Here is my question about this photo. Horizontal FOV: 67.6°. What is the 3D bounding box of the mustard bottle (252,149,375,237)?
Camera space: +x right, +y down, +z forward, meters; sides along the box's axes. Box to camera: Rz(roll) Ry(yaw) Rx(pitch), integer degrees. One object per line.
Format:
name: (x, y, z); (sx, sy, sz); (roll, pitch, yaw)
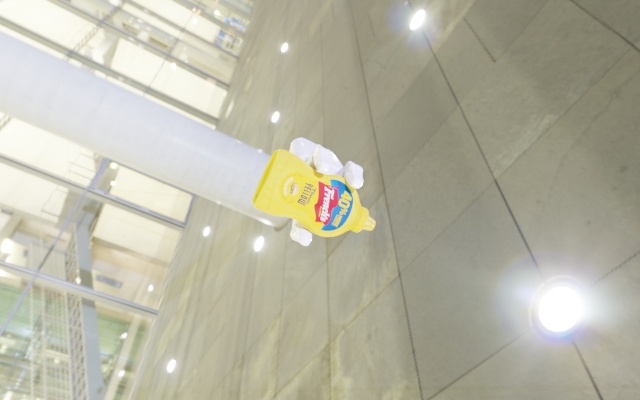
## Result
mustard bottle: (0.000, 0.002, 0.731); (0.192, 0.096, 0.058); (25, -4, -18)
